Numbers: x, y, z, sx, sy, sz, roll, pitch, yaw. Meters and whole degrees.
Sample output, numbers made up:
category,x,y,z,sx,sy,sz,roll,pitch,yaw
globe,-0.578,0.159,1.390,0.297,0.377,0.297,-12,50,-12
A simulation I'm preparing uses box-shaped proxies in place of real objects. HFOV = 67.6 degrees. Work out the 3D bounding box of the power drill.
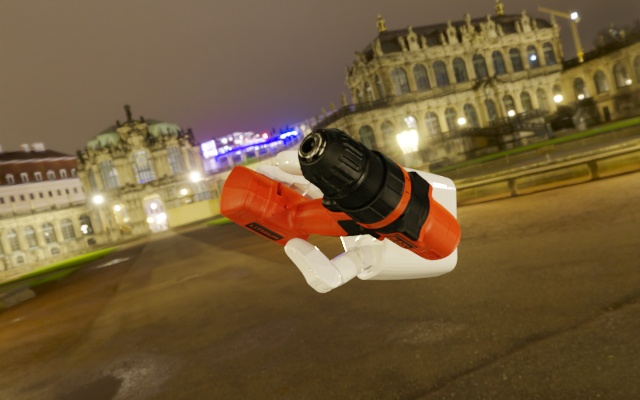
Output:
category,x,y,z,sx,sy,sz,roll,pitch,yaw
power drill,0.000,0.001,0.403,0.187,0.057,0.184,1,-23,43
